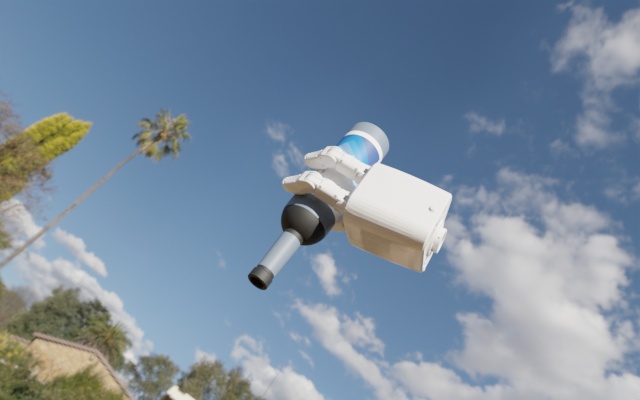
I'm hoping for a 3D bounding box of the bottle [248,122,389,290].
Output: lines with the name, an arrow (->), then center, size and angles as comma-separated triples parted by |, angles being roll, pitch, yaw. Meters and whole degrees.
bottle -> 0.000, 0.002, 0.644 | 0.069, 0.069, 0.295 | 0, 40, 41
